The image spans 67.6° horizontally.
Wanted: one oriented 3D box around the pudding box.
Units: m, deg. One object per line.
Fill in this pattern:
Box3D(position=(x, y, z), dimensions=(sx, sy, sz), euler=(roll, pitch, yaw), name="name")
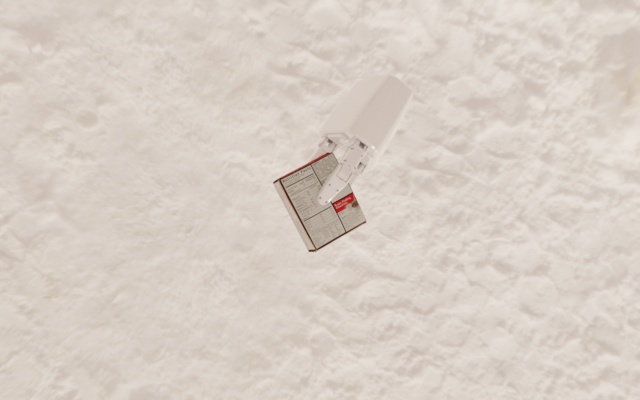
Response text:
Box3D(position=(0.000, 0.002, 0.661), dimensions=(0.090, 0.113, 0.039), euler=(-28, 2, -18), name="pudding box")
